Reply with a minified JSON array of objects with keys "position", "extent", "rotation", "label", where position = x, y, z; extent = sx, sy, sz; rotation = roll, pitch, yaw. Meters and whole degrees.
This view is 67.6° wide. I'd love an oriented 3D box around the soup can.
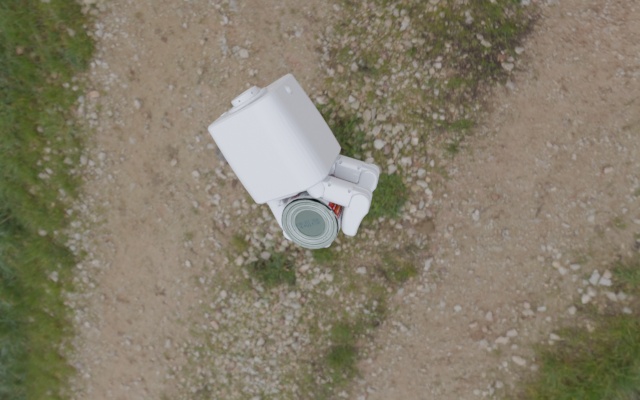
[{"position":[0.000,0.002,0.568],"extent":[0.068,0.068,0.102],"rotation":[0,30,17],"label":"soup can"}]
